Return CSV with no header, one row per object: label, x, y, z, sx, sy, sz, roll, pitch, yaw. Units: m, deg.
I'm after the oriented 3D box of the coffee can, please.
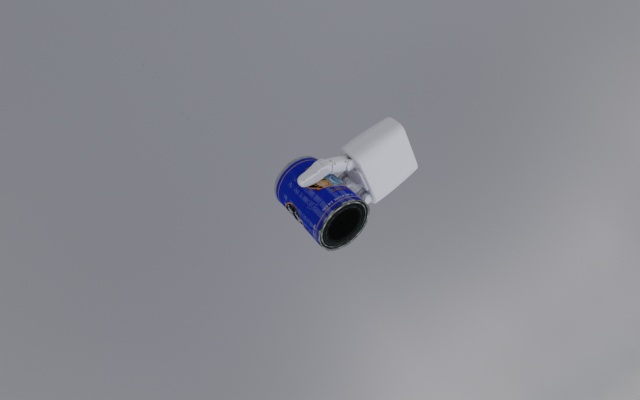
coffee can,0.000,0.003,0.811,0.103,0.103,0.140,0,34,-43
